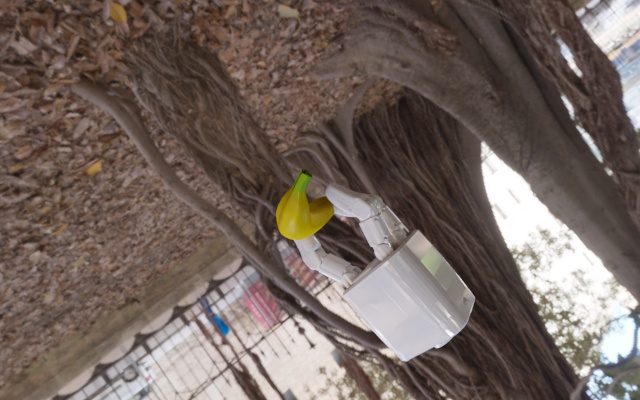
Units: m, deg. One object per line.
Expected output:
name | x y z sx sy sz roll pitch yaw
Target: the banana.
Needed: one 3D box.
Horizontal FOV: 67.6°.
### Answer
banana | -0.014 0.015 0.539 0.037 0.069 0.198 45 1 10
